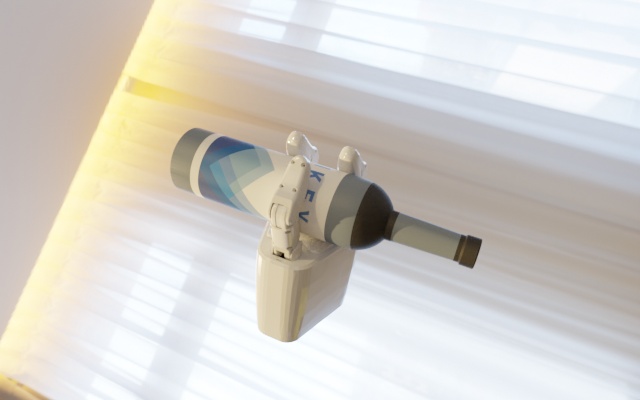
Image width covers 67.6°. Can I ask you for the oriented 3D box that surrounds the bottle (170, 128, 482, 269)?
[{"bbox_3d":[0.000,0.001,0.448,0.295,0.069,0.069,18,5,17],"label":"bottle"}]
